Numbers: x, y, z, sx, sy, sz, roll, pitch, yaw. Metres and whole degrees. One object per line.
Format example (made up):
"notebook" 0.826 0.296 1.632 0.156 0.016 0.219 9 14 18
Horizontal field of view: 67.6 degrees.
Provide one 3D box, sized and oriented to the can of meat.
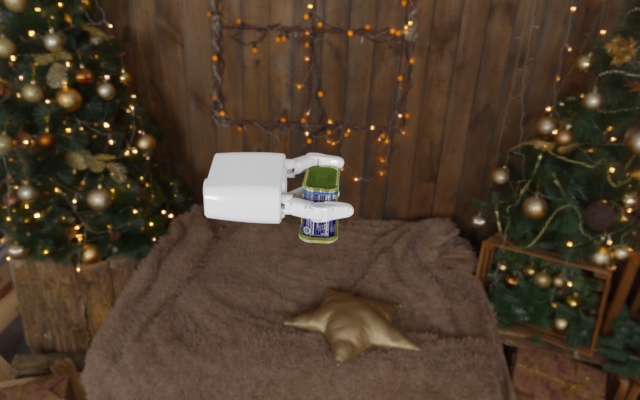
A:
"can of meat" 0.000 0.002 0.711 0.057 0.084 0.102 4 24 2
